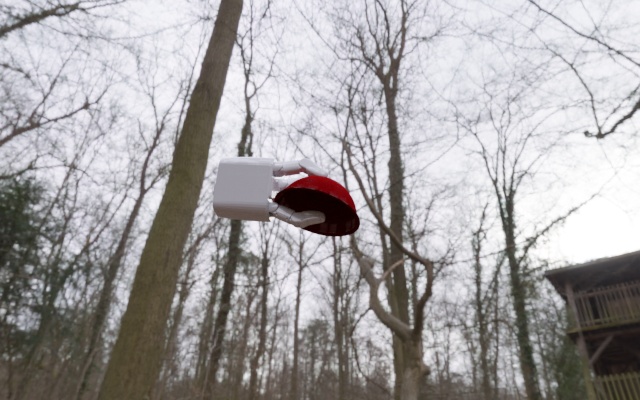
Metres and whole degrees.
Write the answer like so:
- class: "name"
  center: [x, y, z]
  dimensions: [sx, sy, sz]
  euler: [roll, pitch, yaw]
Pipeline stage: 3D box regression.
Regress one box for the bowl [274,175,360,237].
- class: "bowl"
  center: [0.002, 0.003, 0.871]
  dimensions: [0.162, 0.055, 0.162]
  euler: [14, -30, 8]
